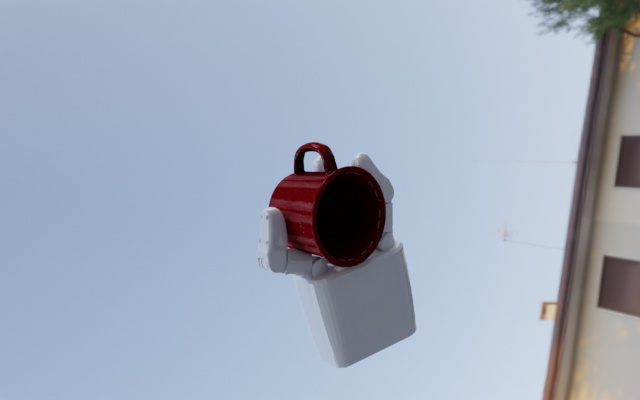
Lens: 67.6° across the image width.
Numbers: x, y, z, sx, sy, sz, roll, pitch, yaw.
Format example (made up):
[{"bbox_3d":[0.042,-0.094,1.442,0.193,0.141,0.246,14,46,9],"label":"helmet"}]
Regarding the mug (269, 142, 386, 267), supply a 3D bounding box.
[{"bbox_3d":[0.000,0.000,0.462,0.093,0.117,0.081,-25,19,-36],"label":"mug"}]
